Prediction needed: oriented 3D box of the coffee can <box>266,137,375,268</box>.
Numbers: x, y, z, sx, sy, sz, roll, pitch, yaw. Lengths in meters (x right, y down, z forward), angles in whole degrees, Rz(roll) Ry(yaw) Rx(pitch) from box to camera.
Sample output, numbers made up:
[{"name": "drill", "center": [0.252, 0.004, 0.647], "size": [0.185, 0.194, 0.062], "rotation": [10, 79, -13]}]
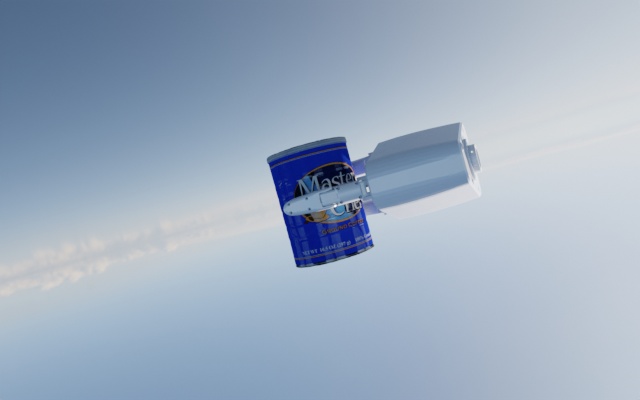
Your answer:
[{"name": "coffee can", "center": [0.000, 0.002, 0.597], "size": [0.103, 0.140, 0.103], "rotation": [-15, 1, 0]}]
